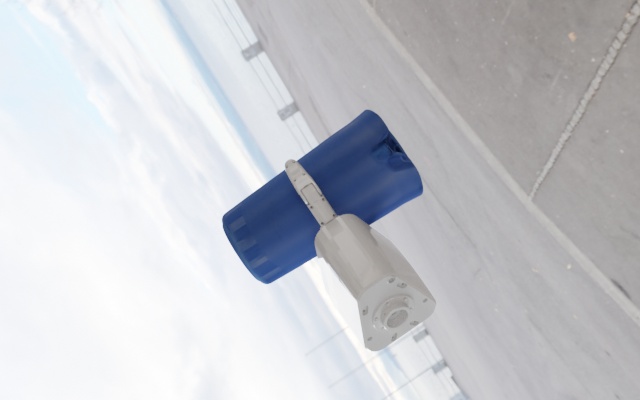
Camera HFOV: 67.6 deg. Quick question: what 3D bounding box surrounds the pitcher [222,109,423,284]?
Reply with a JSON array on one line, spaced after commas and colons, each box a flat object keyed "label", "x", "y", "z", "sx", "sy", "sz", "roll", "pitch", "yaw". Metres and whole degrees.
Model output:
[{"label": "pitcher", "x": 0.000, "y": 0.002, "z": 0.630, "sx": 0.243, "sy": 0.149, "sz": 0.145, "roll": -33, "pitch": 40, "yaw": -3}]
